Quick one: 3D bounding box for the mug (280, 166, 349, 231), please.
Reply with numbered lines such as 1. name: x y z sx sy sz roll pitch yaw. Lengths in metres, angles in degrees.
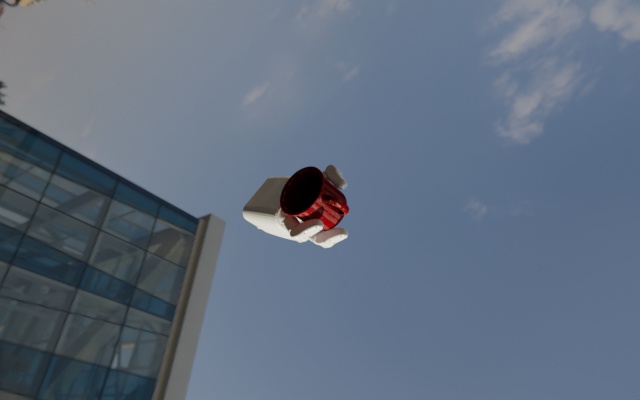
1. mug: 0.001 0.003 0.808 0.117 0.093 0.081 7 -22 45
